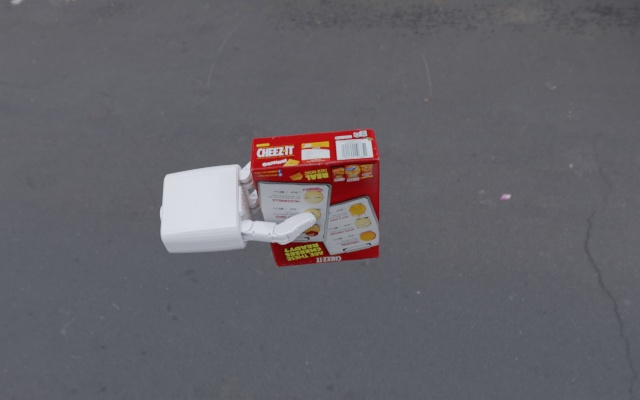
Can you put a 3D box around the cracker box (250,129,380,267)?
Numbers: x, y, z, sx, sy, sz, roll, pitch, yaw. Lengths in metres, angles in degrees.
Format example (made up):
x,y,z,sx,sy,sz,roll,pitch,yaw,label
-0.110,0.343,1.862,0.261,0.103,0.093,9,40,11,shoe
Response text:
x,y,z,sx,sy,sz,roll,pitch,yaw,label
0.000,0.002,0.684,0.164,0.072,0.214,-5,-42,2,cracker box
